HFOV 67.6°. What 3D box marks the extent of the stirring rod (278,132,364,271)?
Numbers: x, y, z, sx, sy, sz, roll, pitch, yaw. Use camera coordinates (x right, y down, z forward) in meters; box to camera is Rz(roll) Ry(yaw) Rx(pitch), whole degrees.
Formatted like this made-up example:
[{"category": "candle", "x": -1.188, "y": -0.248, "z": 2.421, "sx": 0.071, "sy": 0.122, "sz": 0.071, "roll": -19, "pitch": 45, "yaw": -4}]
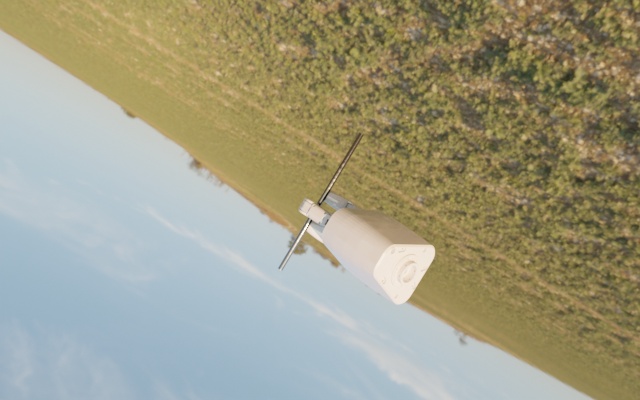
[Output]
[{"category": "stirring rod", "x": 0.000, "y": 0.002, "z": 0.725, "sx": 0.011, "sy": 0.239, "sz": 0.011, "roll": 31, "pitch": 3, "yaw": -2}]
